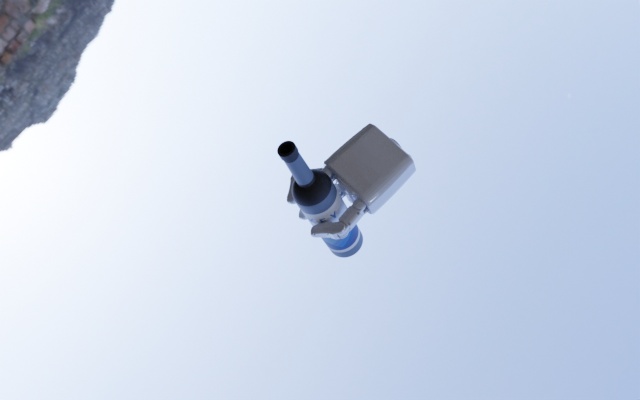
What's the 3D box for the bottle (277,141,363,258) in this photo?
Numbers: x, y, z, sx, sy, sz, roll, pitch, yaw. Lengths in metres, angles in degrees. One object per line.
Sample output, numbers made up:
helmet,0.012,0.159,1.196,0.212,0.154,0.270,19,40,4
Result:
bottle,0.000,0.003,0.769,0.069,0.069,0.296,0,-30,22
